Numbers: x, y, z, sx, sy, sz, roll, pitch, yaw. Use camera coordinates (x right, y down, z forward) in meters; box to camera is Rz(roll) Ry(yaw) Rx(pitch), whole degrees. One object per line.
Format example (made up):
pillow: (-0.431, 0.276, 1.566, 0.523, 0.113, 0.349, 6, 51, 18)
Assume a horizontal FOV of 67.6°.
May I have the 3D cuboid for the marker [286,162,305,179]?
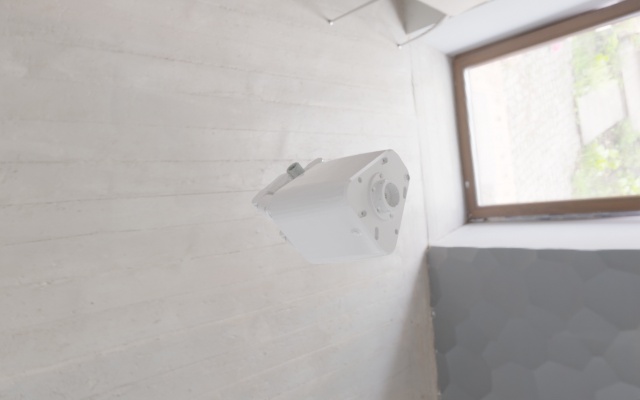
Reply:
marker: (0.000, 0.002, 0.599, 0.020, 0.121, 0.020, -30, 27, 17)
